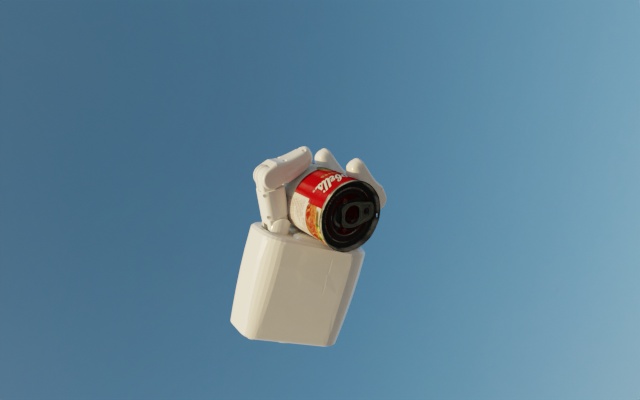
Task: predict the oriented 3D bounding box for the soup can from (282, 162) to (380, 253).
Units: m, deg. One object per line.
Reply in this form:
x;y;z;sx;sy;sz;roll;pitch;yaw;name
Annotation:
0.000;0.001;0.467;0.068;0.068;0.102;0;15;-36;soup can
